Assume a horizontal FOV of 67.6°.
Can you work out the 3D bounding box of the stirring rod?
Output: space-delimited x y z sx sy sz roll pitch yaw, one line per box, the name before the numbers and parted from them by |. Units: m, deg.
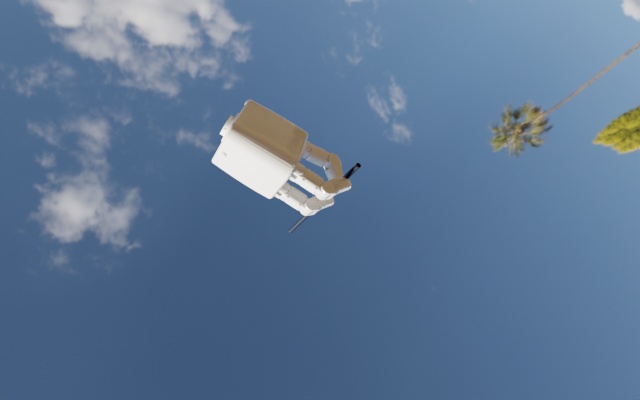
stirring rod | 0.000 0.002 0.783 0.011 0.011 0.240 0 -26 -31
